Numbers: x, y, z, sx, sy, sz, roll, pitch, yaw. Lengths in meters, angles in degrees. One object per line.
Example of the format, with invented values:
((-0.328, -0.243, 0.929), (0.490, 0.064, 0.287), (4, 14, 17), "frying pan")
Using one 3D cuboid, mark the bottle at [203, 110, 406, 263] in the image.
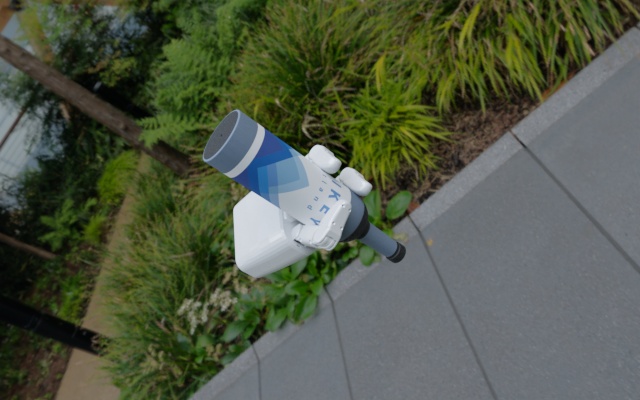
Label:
((0.000, 0.002, 0.581), (0.296, 0.069, 0.069), (34, -18, -29), "bottle")
